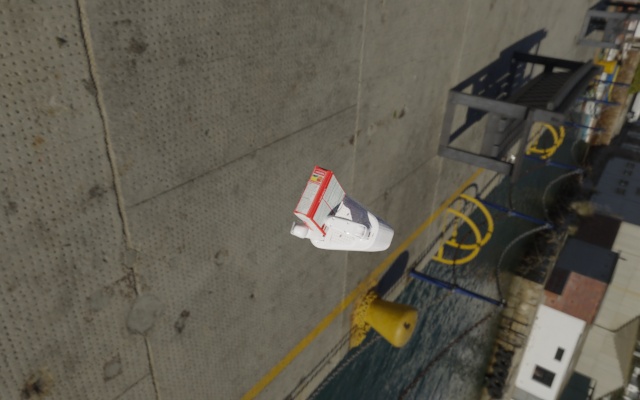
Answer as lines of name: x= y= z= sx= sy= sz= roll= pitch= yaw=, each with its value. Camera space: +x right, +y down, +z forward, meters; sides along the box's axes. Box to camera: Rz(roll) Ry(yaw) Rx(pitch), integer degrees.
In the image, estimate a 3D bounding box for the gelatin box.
gelatin box: x=0.000 y=0.002 z=0.680 sx=0.030 sy=0.073 sz=0.089 roll=21 pitch=-13 yaw=21
